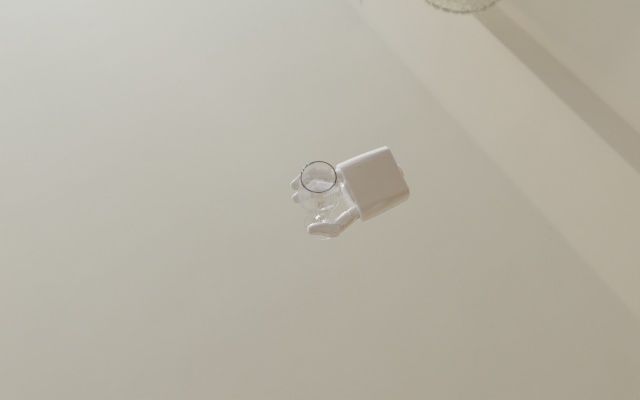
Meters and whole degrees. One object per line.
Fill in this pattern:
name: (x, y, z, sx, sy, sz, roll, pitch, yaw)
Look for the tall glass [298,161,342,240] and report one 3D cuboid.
tall glass: (0.000, 0.003, 0.891, 0.079, 0.079, 0.201, 0, -25, 3)
